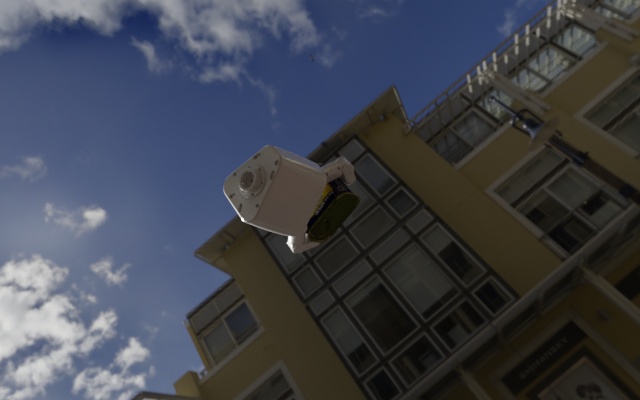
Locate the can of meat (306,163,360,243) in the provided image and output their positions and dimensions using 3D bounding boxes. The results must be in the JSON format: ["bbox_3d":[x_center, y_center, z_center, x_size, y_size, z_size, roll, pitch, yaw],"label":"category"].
[{"bbox_3d":[0.000,0.002,0.775,0.057,0.102,0.084,17,27,-52],"label":"can of meat"}]
